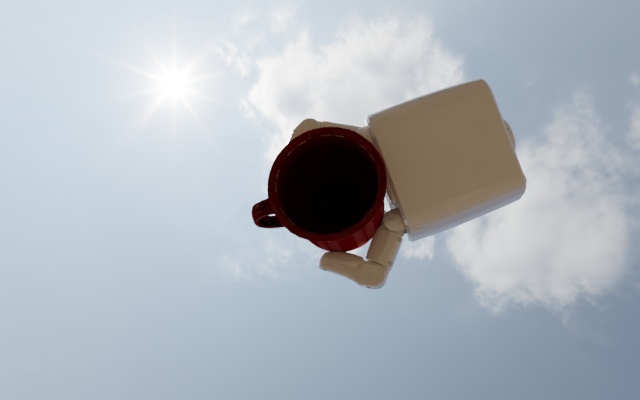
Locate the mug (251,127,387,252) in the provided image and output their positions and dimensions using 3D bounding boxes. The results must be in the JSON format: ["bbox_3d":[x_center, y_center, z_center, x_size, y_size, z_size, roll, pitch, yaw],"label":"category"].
[{"bbox_3d":[-0.001,0.002,0.402,0.117,0.093,0.081,-19,-19,5],"label":"mug"}]
